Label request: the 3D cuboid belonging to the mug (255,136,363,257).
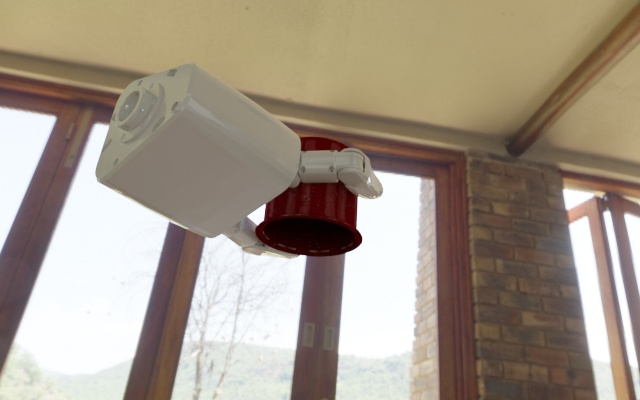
[{"bbox_3d":[0.001,0.002,0.438,0.093,0.081,0.117,-14,-32,34],"label":"mug"}]
